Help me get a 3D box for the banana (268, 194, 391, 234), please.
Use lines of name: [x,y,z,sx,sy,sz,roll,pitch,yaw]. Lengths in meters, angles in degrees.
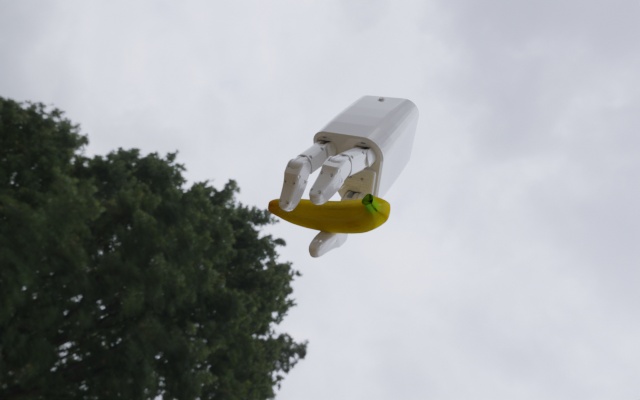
banana: [0.015,0.012,0.542,0.070,0.037,0.198,37,-24,-28]
